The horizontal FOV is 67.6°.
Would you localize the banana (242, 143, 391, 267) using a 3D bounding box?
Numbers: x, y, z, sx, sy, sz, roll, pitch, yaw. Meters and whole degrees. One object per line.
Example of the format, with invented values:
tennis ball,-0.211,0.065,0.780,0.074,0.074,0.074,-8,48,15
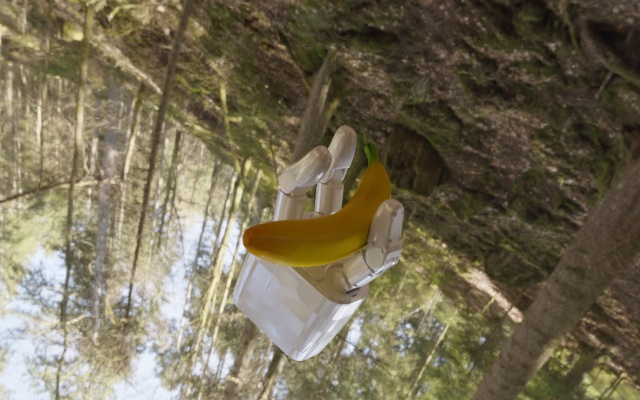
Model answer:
banana,0.014,0.014,0.403,0.037,0.069,0.197,-45,-5,40
